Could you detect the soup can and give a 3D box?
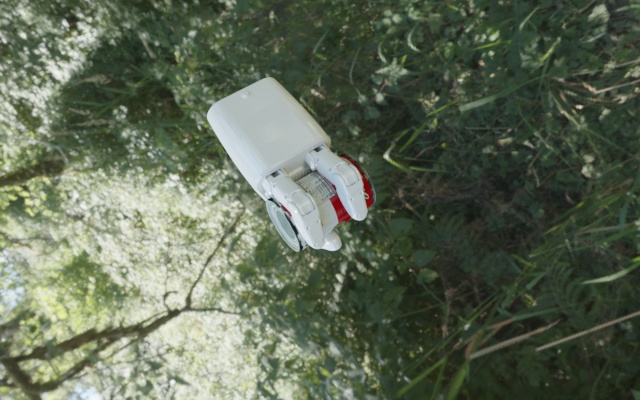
[{"bbox_3d":[0.000,0.002,0.523,0.102,0.068,0.068,-32,11,-18],"label":"soup can"}]
